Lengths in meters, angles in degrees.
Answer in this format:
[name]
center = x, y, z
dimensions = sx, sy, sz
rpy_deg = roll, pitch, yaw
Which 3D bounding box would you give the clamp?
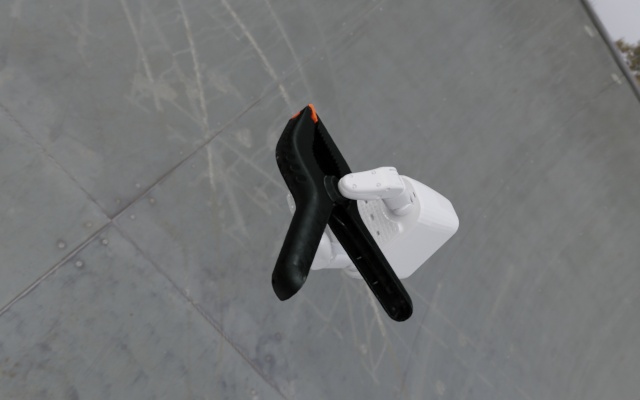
[clamp]
center = 0.001, 0.001, 0.402
dimensions = 0.036, 0.210, 0.164
rpy_deg = -32, -27, 26
